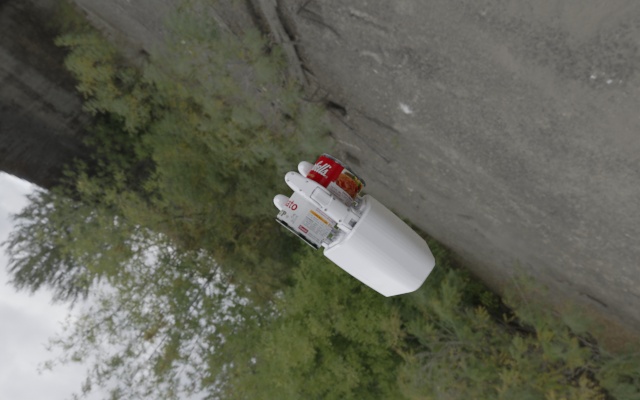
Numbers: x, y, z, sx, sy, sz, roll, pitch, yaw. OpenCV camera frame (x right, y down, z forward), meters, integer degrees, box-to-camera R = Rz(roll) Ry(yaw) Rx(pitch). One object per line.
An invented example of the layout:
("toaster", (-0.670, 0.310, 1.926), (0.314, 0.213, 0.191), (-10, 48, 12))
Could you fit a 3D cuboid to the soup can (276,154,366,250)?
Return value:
("soup can", (0.000, 0.002, 0.597), (0.068, 0.102, 0.068), (36, -5, 4))
